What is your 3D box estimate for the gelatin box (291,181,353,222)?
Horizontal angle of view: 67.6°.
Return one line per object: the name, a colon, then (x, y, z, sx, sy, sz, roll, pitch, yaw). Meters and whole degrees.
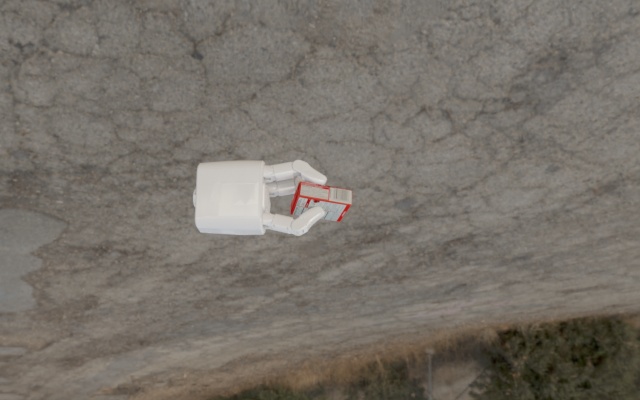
gelatin box: (0.000, 0.003, 0.777, 0.089, 0.030, 0.073, 10, -26, -9)
